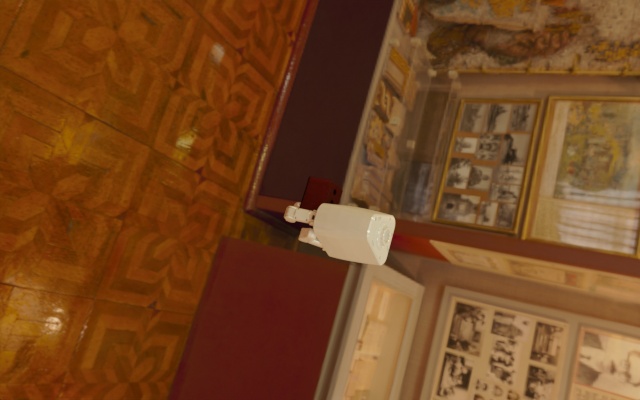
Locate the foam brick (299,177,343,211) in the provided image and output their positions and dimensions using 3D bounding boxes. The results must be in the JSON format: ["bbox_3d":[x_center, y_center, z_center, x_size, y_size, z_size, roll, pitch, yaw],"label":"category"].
[{"bbox_3d":[0.000,0.003,0.886,0.051,0.078,0.053,8,-16,32],"label":"foam brick"}]
